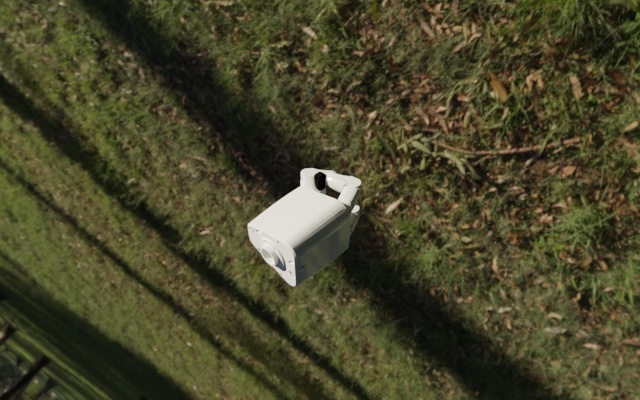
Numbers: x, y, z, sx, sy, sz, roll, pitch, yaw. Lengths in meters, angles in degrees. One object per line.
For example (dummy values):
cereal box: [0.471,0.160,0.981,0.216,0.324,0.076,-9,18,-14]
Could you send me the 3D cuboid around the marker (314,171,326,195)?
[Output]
marker: [0.000,0.002,0.760,0.020,0.121,0.020,-1,44,1]
